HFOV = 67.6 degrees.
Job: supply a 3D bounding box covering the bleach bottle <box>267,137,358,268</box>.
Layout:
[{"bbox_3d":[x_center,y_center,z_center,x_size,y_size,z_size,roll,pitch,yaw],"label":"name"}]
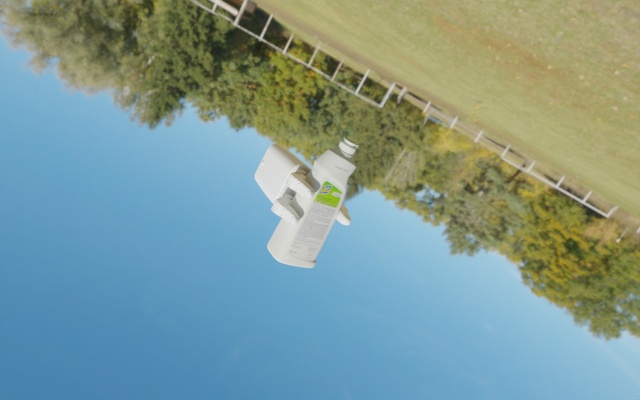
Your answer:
[{"bbox_3d":[0.000,0.003,0.878,0.102,0.251,0.068,16,21,-42],"label":"bleach bottle"}]
